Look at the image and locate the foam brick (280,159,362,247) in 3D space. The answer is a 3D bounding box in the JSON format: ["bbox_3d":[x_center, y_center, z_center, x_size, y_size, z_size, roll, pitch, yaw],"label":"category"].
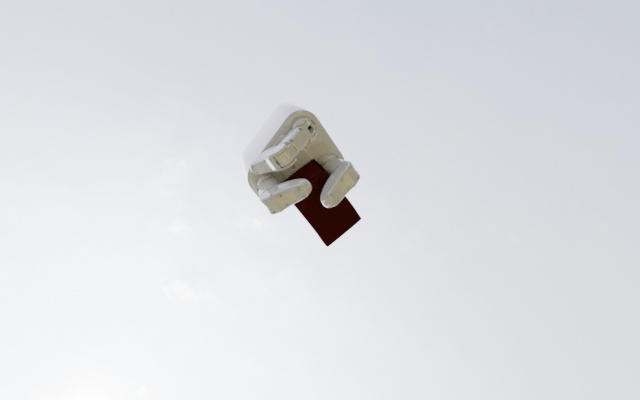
[{"bbox_3d":[0.000,0.002,0.548,0.053,0.078,0.051,-37,24,-2],"label":"foam brick"}]
